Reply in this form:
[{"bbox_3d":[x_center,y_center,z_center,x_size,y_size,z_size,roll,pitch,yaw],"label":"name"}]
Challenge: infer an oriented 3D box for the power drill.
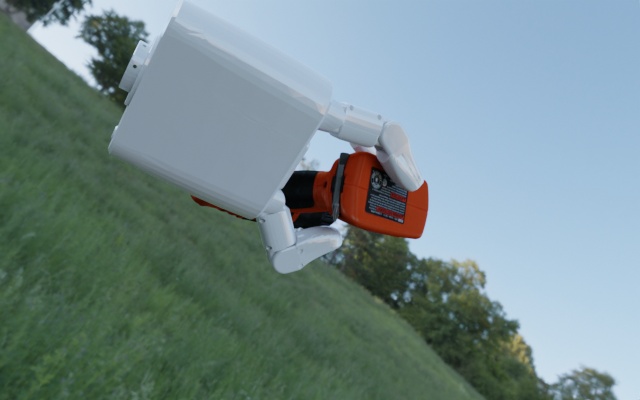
[{"bbox_3d":[0.000,0.001,0.441,0.187,0.057,0.184,-1,-10,43],"label":"power drill"}]
